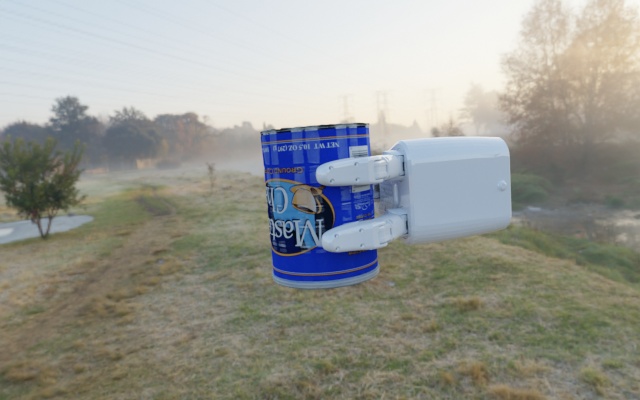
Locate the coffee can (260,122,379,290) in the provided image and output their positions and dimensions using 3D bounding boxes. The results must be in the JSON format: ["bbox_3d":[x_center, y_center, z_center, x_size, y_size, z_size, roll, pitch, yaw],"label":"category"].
[{"bbox_3d":[0.000,0.002,0.452,0.103,0.140,0.103,-4,6,1],"label":"coffee can"}]
